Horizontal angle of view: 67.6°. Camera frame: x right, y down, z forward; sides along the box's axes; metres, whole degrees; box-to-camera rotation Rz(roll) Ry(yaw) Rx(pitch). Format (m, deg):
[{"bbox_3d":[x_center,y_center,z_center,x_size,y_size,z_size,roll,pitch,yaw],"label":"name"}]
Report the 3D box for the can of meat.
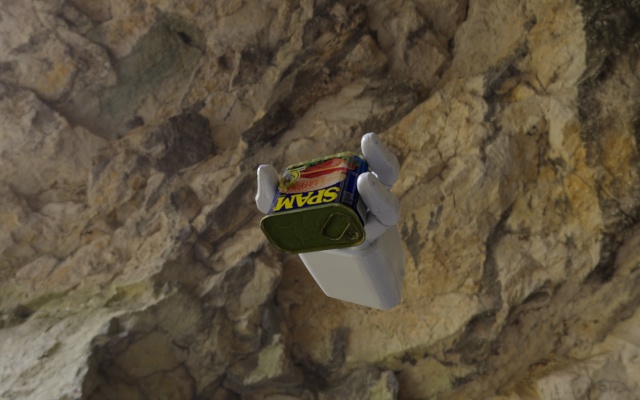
[{"bbox_3d":[0.000,0.001,0.486,0.102,0.057,0.084,-10,40,25],"label":"can of meat"}]
